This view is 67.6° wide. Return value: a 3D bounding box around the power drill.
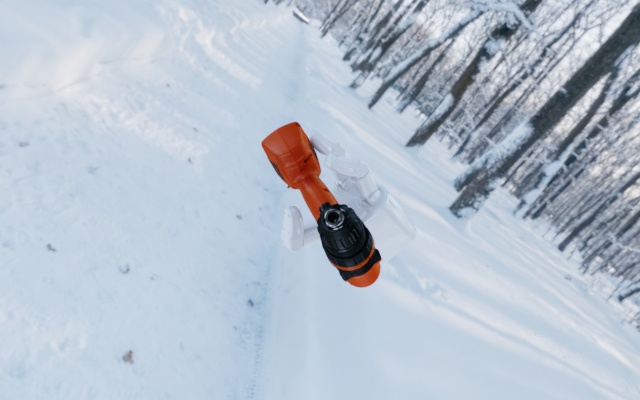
[{"bbox_3d":[0.000,0.002,0.539,0.057,0.187,0.184,-29,-28,-2],"label":"power drill"}]
